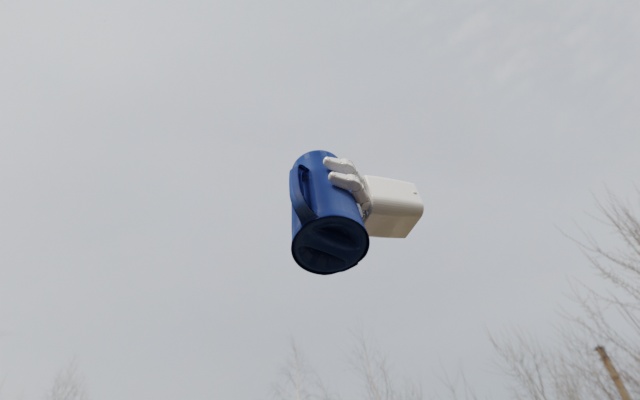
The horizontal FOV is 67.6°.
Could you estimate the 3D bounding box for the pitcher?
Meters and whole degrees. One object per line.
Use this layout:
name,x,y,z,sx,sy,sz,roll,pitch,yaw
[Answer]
pitcher,0.000,0.003,0.882,0.145,0.149,0.242,6,36,-12
